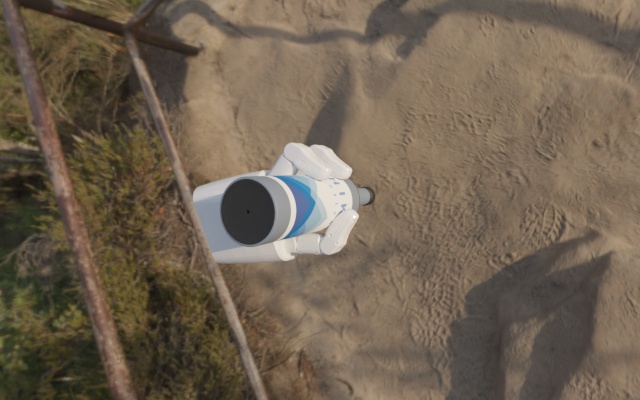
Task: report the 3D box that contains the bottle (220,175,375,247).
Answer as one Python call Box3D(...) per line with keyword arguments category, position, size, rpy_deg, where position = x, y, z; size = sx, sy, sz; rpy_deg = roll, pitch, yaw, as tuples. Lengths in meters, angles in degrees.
Box3D(category="bottle", position=(0.000, 0.002, 0.574), size=(0.069, 0.069, 0.295), rpy_deg=(0, 3, 28))
